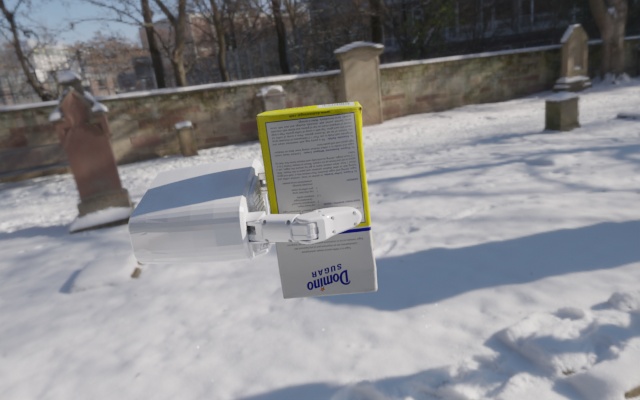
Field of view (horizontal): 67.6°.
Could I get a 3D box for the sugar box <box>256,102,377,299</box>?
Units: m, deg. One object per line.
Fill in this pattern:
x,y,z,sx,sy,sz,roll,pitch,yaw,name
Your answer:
0.000,0.001,0.449,0.093,0.176,0.048,-5,17,4,sugar box
